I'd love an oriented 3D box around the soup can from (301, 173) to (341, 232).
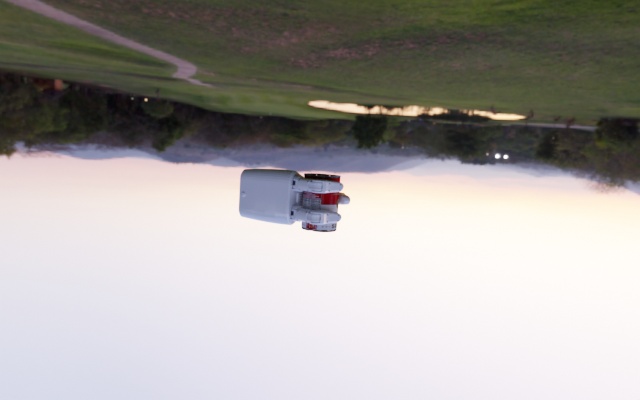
[{"bbox_3d":[0.001,0.003,0.876,0.068,0.102,0.068,4,6,0],"label":"soup can"}]
